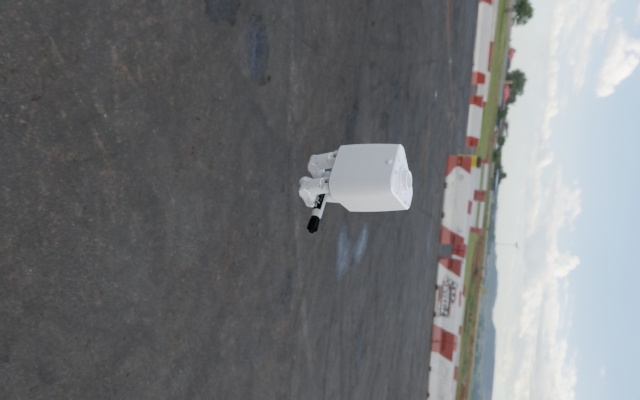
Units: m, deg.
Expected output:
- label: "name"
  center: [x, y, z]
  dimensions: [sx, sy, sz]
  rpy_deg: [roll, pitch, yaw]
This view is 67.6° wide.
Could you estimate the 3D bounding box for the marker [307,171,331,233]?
- label: "marker"
  center: [0.000, 0.003, 0.822]
  dimensions: [0.020, 0.121, 0.020]
  rpy_deg: [13, -31, 8]
